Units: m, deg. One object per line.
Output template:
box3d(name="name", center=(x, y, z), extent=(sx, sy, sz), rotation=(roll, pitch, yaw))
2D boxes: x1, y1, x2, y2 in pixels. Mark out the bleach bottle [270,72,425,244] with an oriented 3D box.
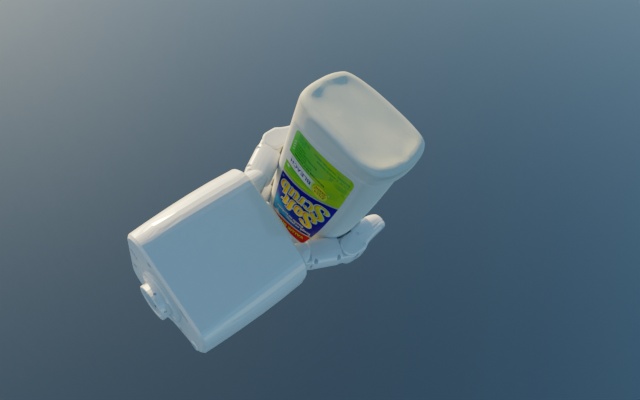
box3d(name="bleach bottle", center=(0.000, 0.001, 0.455), extent=(0.068, 0.102, 0.251), rotation=(-35, -15, -31))
